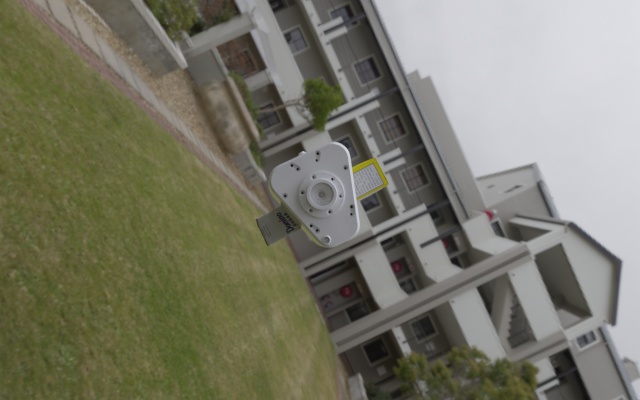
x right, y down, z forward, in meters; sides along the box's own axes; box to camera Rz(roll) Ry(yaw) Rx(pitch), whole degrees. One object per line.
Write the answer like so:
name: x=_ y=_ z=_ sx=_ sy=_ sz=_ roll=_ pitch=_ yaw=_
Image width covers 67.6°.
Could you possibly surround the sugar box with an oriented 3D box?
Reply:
sugar box: x=0.000 y=0.002 z=0.654 sx=0.176 sy=0.048 sz=0.093 roll=-25 pitch=-1 yaw=-3
